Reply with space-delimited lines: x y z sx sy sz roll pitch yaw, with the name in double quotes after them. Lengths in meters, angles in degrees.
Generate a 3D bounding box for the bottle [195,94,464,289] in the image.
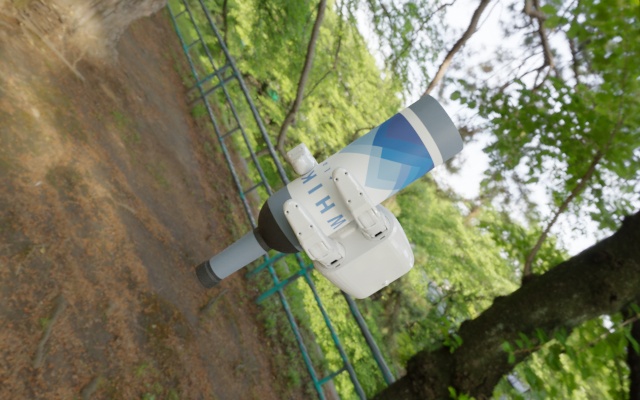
0.000 0.001 0.487 0.296 0.069 0.069 -33 -3 5 "bottle"
